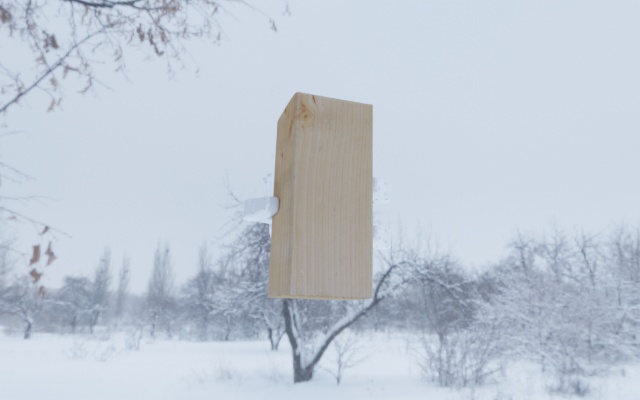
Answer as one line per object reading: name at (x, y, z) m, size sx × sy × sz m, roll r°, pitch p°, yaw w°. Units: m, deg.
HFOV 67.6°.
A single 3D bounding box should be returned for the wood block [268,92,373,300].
wood block at (0.000, 0.002, 0.519) m, size 0.091 × 0.206 × 0.090 m, roll 6°, pitch -14°, yaw -18°
